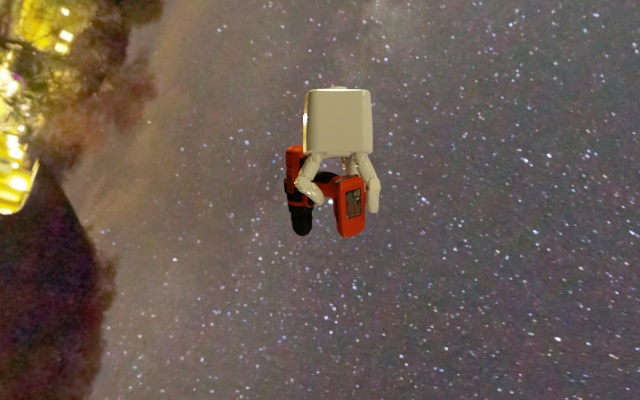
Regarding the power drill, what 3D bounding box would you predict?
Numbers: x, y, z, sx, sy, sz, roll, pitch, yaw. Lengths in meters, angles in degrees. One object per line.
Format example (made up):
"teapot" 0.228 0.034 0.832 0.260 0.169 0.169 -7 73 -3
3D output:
"power drill" 0.000 0.003 0.874 0.057 0.184 0.187 -21 28 -34
